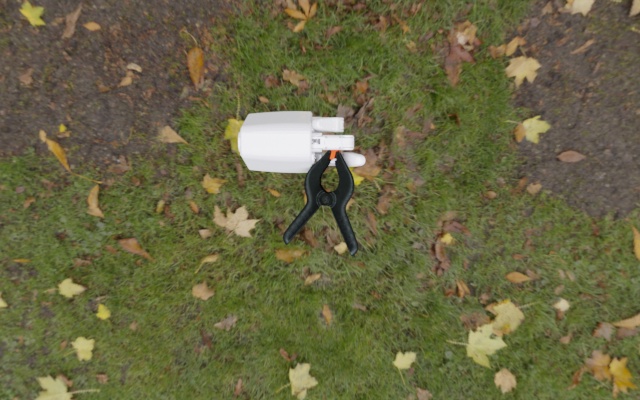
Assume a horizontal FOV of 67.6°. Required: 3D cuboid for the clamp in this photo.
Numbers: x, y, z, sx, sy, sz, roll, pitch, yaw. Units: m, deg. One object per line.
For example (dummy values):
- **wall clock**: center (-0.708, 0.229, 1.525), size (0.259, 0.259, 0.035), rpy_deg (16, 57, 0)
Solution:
- **clamp**: center (0.000, 0.002, 0.754), size (0.120, 0.171, 0.039), rpy_deg (0, 3, 0)
